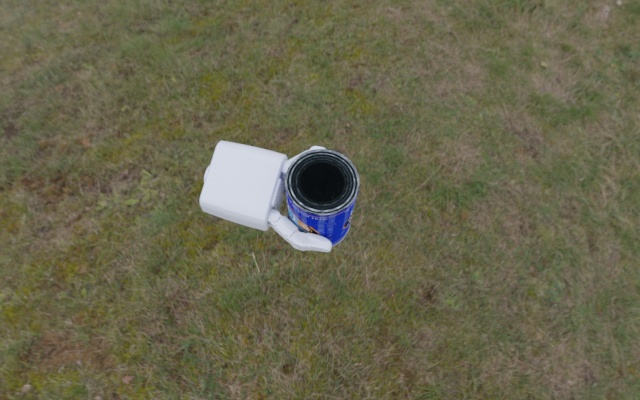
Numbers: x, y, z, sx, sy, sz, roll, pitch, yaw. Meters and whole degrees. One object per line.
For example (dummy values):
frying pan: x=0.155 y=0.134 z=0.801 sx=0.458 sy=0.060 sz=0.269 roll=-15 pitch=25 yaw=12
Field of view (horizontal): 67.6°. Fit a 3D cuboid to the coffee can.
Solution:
coffee can: x=0.000 y=0.003 z=0.715 sx=0.103 sy=0.102 sz=0.140 roll=0 pitch=-25 yaw=-2
